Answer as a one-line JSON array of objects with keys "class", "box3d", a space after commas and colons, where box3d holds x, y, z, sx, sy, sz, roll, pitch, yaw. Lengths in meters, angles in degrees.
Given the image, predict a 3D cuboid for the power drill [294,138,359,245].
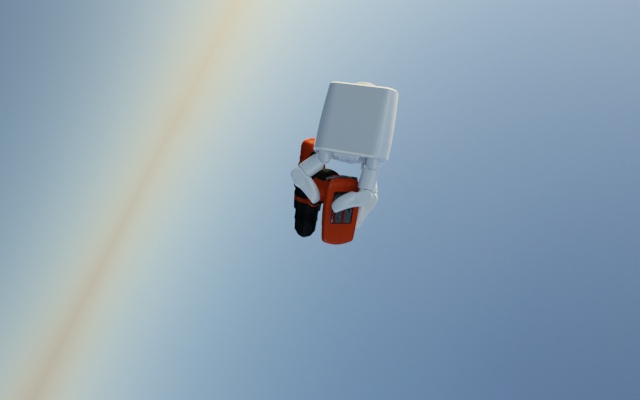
[{"class": "power drill", "box3d": [0.000, 0.003, 0.798, 0.057, 0.184, 0.187, -2, 20, -20]}]
